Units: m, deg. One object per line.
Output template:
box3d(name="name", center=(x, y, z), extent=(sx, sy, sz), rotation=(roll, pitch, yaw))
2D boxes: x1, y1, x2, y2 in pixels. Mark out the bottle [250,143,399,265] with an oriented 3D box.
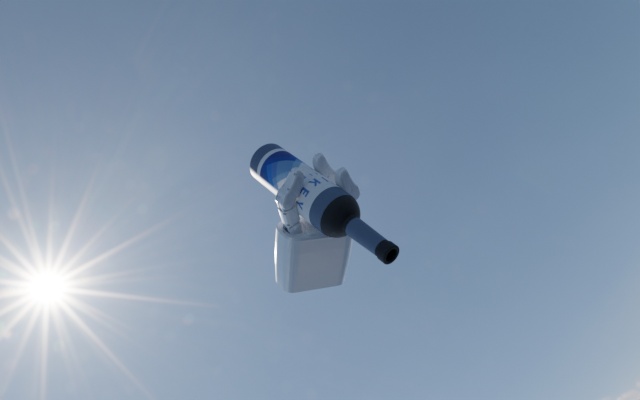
box3d(name="bottle", center=(0.000, 0.002, 0.683), extent=(0.069, 0.069, 0.295), rotation=(0, 26, -41))
